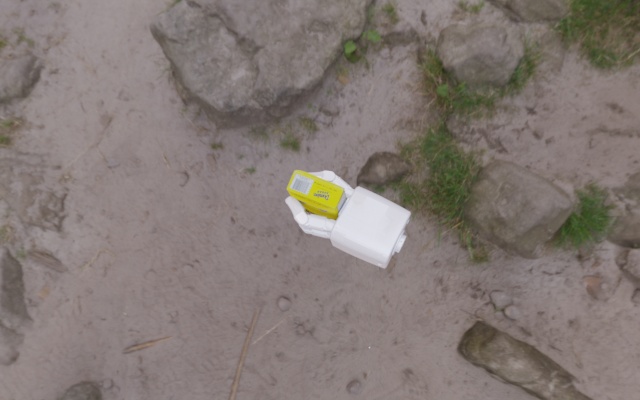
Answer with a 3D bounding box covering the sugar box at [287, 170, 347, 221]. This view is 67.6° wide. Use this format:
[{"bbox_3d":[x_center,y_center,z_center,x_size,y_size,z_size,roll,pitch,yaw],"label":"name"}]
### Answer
[{"bbox_3d":[0.000,0.003,0.872,0.093,0.048,0.176,22,-14,12],"label":"sugar box"}]
